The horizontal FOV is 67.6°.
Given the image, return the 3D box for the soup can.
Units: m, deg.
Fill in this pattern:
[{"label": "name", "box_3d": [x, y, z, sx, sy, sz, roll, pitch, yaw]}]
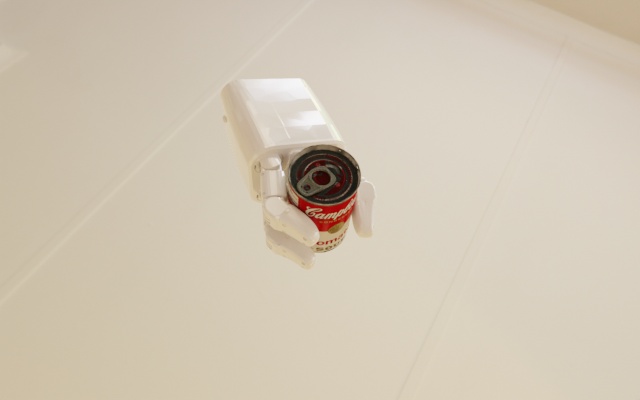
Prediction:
[{"label": "soup can", "box_3d": [0.000, 0.002, 0.480, 0.068, 0.068, 0.102, 0, -32, -5]}]
